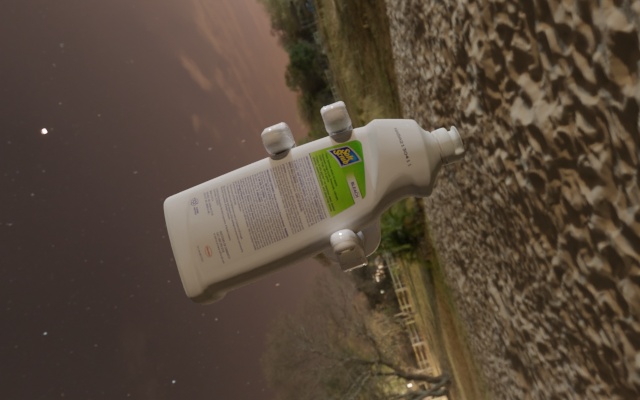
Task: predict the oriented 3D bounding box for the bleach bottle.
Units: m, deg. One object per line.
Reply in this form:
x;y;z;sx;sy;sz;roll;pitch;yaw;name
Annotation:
0.000;0.001;0.407;0.251;0.102;0.068;-20;-10;5;bleach bottle
